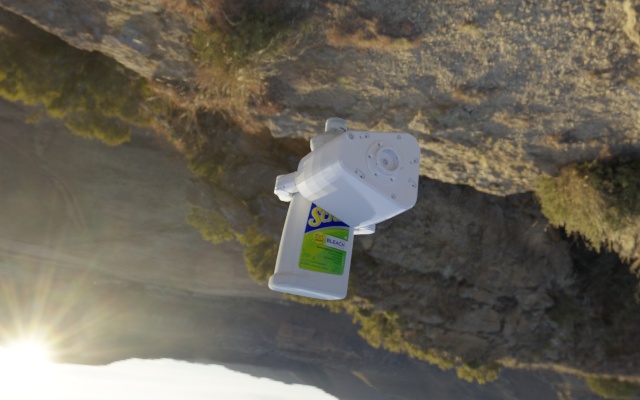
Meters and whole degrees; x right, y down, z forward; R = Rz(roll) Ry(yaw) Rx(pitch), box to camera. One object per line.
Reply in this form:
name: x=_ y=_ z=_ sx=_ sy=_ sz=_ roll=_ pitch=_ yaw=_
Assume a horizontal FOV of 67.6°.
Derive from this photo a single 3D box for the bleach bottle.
bleach bottle: x=0.000 y=0.002 z=0.651 sx=0.102 sy=0.250 sz=0.068 roll=16 pitch=-19 yaw=-24
